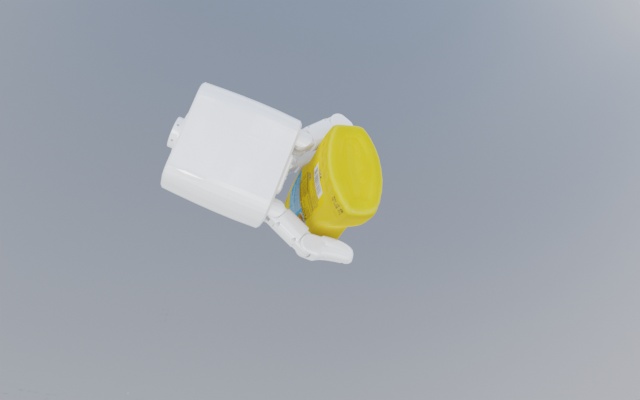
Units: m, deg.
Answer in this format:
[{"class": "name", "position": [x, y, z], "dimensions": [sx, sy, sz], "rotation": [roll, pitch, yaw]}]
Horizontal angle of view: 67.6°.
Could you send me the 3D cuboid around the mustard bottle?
[{"class": "mustard bottle", "position": [0.000, 0.002, 0.527], "dimensions": [0.058, 0.096, 0.192], "rotation": [-1, -20, -22]}]
